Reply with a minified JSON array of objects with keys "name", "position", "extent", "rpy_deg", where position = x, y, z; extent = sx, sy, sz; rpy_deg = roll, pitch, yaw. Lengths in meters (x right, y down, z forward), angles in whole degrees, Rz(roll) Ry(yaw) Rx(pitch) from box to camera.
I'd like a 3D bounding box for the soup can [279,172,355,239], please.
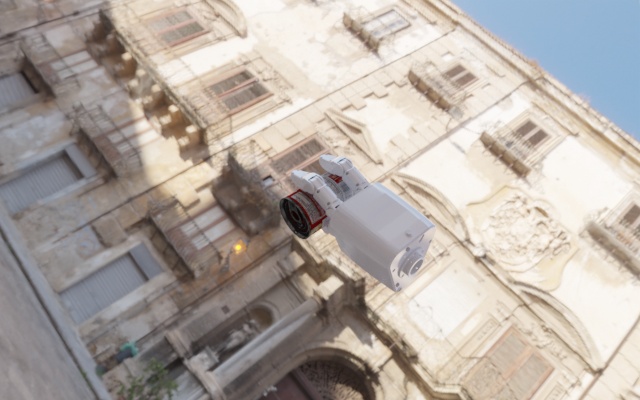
[{"name":"soup can","position":[0.000,0.002,0.703],"extent":[0.102,0.068,0.068],"rpy_deg":[-33,16,-27]}]
